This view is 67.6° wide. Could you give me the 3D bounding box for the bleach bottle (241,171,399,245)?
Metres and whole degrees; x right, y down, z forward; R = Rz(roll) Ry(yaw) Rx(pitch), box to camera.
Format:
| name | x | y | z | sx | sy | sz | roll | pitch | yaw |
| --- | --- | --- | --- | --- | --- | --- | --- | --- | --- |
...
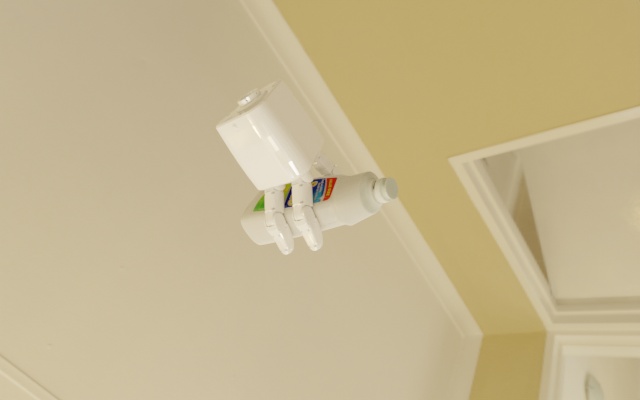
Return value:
| name | x | y | z | sx | sy | sz | roll | pitch | yaw |
| --- | --- | --- | --- | --- | --- | --- | --- | --- | --- |
| bleach bottle | 0.000 | 0.002 | 0.671 | 0.251 | 0.068 | 0.102 | -14 | 29 | 42 |
